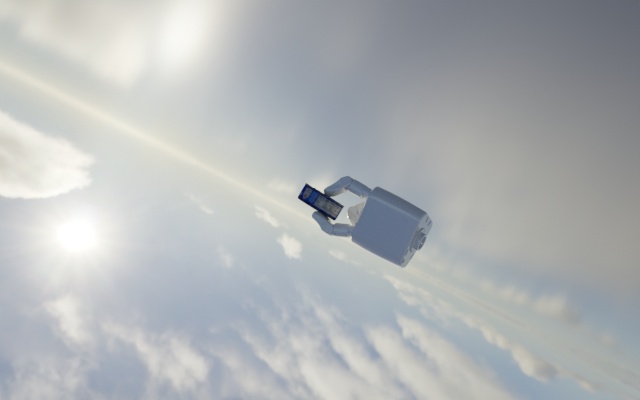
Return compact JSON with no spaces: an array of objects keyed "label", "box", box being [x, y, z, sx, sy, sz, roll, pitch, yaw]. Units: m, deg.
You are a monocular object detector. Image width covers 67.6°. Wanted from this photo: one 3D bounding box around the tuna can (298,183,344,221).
[{"label":"tuna can","box":[0.000,0.003,0.899,0.086,0.034,0.086,31,0,0]}]
